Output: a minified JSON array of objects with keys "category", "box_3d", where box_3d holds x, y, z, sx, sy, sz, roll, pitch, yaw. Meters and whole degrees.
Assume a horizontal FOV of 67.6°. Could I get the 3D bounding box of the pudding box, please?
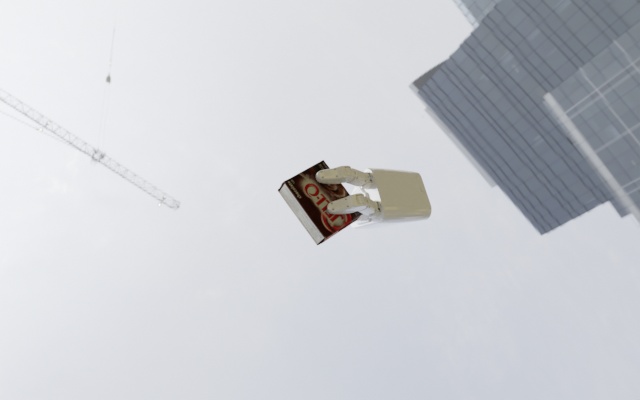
[{"category":"pudding box","box_3d":[0.000,0.003,0.765,0.090,0.113,0.039,-32,-11,-36]}]
